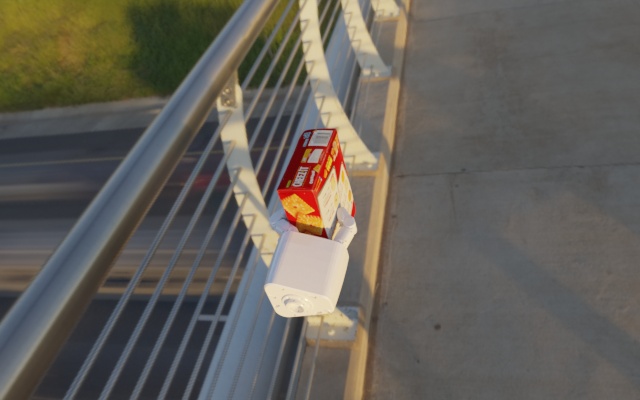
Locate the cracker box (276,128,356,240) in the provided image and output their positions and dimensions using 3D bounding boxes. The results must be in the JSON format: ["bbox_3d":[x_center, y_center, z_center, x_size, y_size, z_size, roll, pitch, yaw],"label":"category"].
[{"bbox_3d":[0.000,0.003,0.866,0.072,0.164,0.214,2,-44,19],"label":"cracker box"}]
